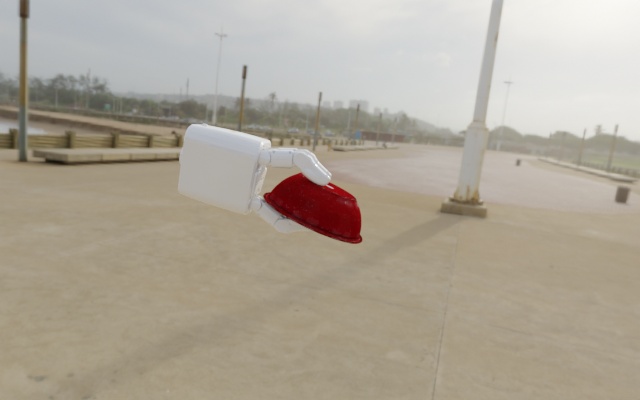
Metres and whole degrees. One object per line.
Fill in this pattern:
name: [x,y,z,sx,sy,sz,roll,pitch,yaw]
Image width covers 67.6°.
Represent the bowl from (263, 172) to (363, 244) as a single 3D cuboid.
bowl: [0.001,0.002,0.704,0.162,0.055,0.162,25,9,-4]
